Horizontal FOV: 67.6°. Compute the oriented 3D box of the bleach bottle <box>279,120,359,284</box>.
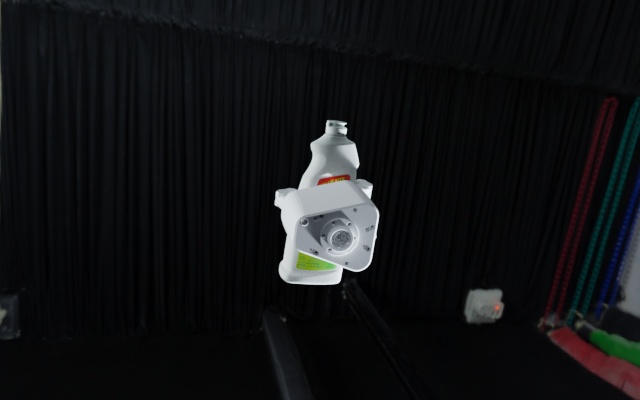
[{"bbox_3d":[0.000,0.002,0.739,0.102,0.251,0.068,4,15,-13],"label":"bleach bottle"}]
